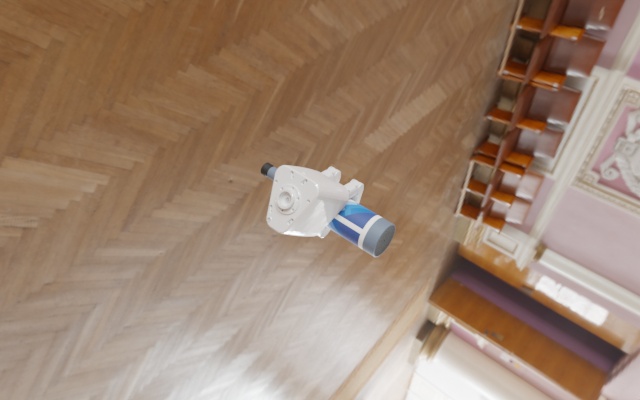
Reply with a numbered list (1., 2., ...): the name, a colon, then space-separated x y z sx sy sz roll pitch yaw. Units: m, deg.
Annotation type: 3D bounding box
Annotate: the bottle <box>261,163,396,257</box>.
1. bottle: 0.000 0.003 0.898 0.295 0.069 0.069 31 15 27
